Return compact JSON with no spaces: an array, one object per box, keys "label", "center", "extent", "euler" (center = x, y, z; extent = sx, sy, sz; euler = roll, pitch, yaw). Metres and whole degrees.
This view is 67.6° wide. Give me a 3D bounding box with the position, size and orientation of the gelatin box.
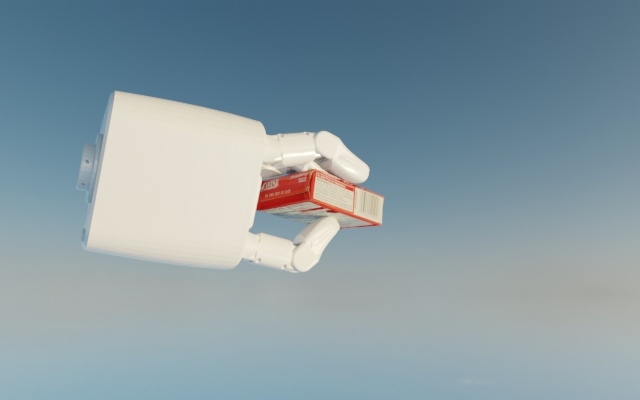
[{"label":"gelatin box","center":[0.000,0.002,0.423],"extent":[0.089,0.030,0.073],"euler":[20,-19,-39]}]
